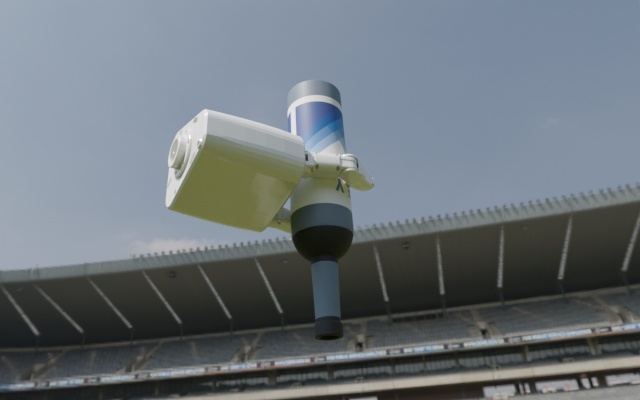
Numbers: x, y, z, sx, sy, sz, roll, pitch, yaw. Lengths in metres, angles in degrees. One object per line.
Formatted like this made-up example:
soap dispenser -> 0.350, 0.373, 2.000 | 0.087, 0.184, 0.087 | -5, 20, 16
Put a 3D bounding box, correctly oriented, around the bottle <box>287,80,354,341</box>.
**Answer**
bottle -> 0.000, 0.002, 0.525 | 0.069, 0.295, 0.069 | -3, -28, -2
